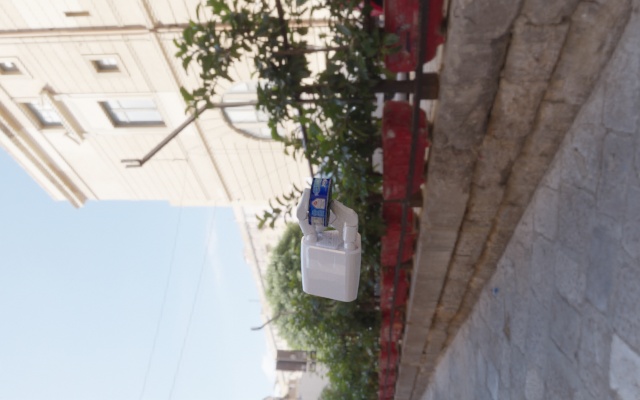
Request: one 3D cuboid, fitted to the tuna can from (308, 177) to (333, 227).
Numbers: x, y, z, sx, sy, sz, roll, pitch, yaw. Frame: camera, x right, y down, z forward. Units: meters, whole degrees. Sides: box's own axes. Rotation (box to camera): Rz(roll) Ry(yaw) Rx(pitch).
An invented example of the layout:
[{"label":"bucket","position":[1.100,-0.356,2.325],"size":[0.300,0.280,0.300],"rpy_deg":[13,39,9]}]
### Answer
[{"label":"tuna can","position":[0.000,0.003,0.832],"size":[0.034,0.086,0.086],"rpy_deg":[6,0,5]}]
